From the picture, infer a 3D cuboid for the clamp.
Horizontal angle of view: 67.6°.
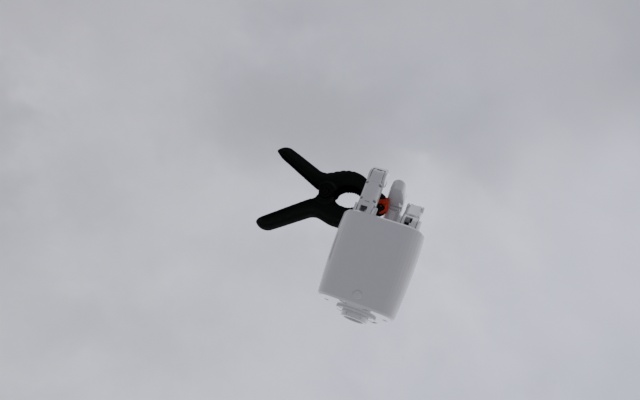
[{"bbox_3d":[0.000,0.002,0.627,0.171,0.120,0.039,17,-13,18],"label":"clamp"}]
